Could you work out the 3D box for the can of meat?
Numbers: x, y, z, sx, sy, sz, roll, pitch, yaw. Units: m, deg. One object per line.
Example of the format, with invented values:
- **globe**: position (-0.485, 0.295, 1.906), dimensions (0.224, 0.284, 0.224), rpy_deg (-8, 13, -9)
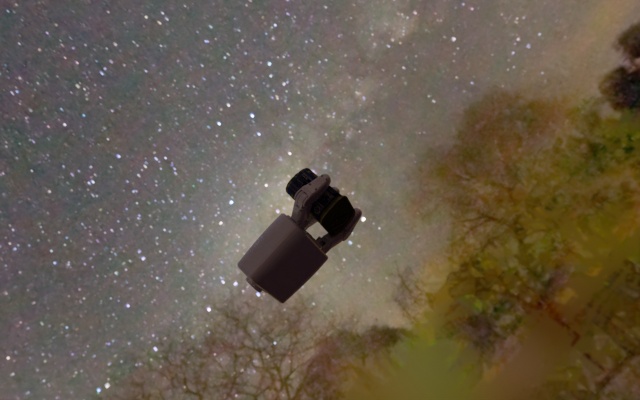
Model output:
- **can of meat**: position (0.000, 0.002, 0.752), dimensions (0.084, 0.057, 0.102), rpy_deg (40, -5, 24)
